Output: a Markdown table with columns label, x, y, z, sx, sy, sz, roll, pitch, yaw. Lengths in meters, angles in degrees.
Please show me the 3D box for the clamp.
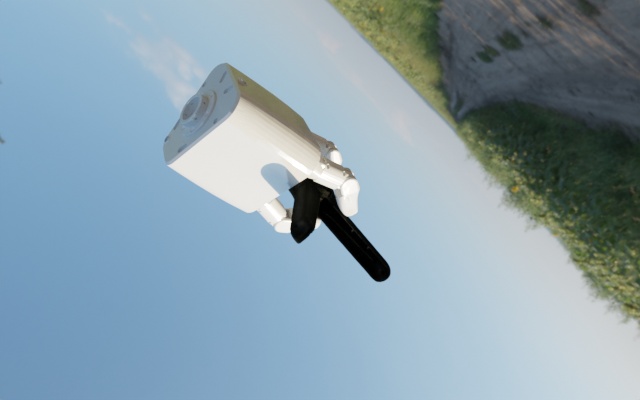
| label | x | y | z | sx | sy | sz | roll | pitch | yaw |
| --- | --- | --- | --- | --- | --- | --- | --- | --- | --- |
| clamp | -0.001 | 0.002 | 0.554 | 0.165 | 0.036 | 0.209 | 37 | 18 | -41 |
